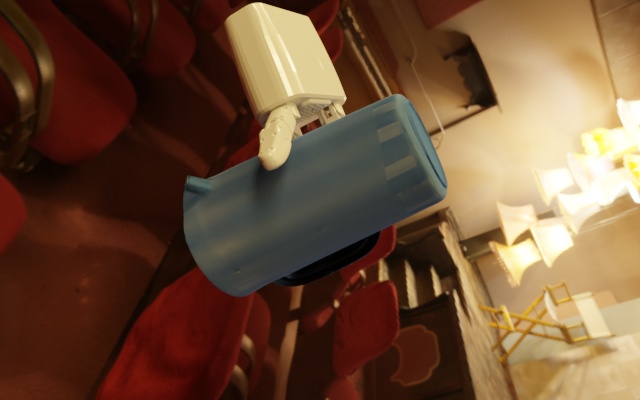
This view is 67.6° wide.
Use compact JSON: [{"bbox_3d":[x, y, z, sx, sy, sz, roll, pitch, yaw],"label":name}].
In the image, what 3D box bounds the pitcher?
[{"bbox_3d":[0.000,0.001,0.483,0.243,0.145,0.149,-24,-8,20],"label":"pitcher"}]
